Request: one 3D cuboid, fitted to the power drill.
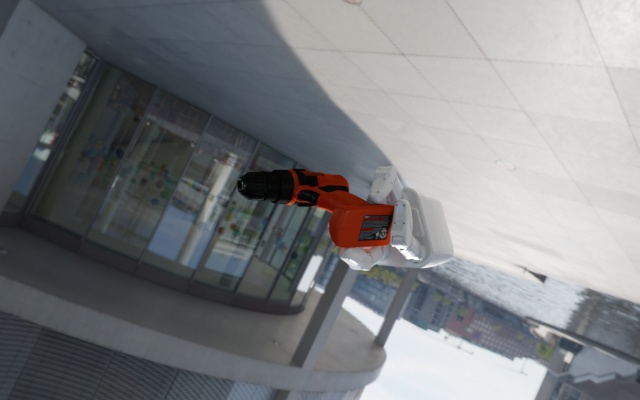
[{"bbox_3d":[0.001,0.002,0.656,0.184,0.057,0.187,-1,22,-35],"label":"power drill"}]
